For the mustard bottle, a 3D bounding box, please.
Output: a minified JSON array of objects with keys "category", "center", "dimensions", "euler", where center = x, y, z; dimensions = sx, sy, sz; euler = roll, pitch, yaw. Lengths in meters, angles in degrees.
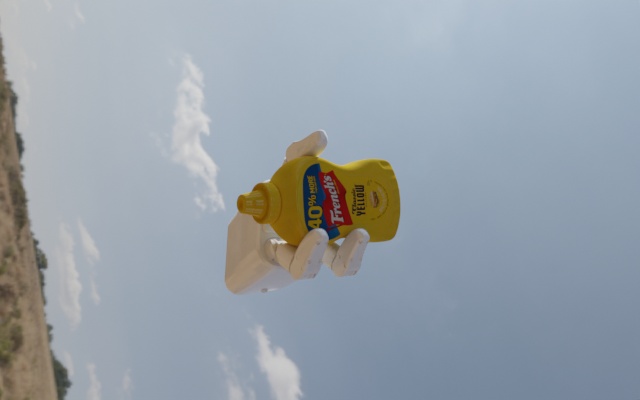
[{"category":"mustard bottle","center":[0.000,0.002,0.508],"dimensions":[0.191,0.096,0.058],"euler":[-1,-2,-37]}]
